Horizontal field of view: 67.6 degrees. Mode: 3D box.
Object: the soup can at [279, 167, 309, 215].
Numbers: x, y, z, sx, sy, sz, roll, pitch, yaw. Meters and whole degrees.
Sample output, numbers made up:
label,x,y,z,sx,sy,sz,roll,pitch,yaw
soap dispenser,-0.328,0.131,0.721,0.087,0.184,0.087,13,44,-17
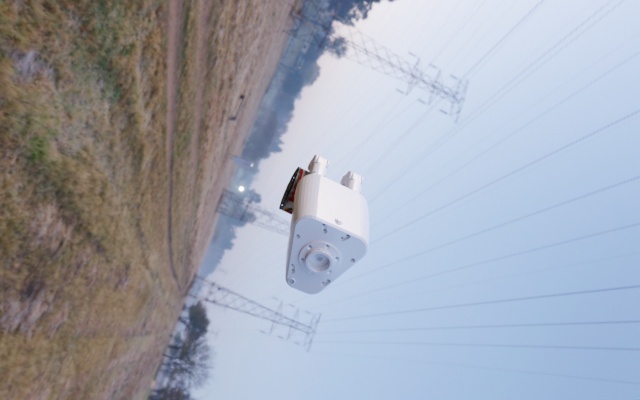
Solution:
label,x,y,z,sx,sy,sz,roll,pitch,yaw
soup can,0.000,0.002,0.695,0.102,0.068,0.068,24,-5,-10
